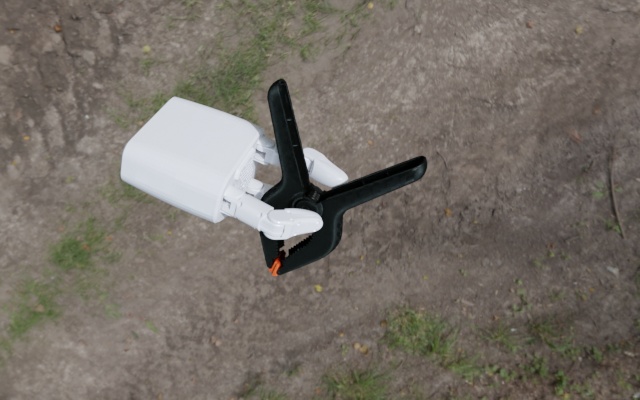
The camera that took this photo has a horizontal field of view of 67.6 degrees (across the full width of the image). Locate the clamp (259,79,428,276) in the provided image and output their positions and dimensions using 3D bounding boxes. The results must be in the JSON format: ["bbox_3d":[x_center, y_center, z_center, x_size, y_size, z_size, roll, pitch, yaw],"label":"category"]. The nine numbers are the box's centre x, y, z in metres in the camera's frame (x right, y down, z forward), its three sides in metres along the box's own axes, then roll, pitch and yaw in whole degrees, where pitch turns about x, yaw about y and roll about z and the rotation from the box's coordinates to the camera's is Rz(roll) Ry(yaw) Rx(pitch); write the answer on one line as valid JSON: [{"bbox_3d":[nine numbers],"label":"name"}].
[{"bbox_3d":[-0.001,0.002,0.489,0.164,0.210,0.036,24,31,6],"label":"clamp"}]
